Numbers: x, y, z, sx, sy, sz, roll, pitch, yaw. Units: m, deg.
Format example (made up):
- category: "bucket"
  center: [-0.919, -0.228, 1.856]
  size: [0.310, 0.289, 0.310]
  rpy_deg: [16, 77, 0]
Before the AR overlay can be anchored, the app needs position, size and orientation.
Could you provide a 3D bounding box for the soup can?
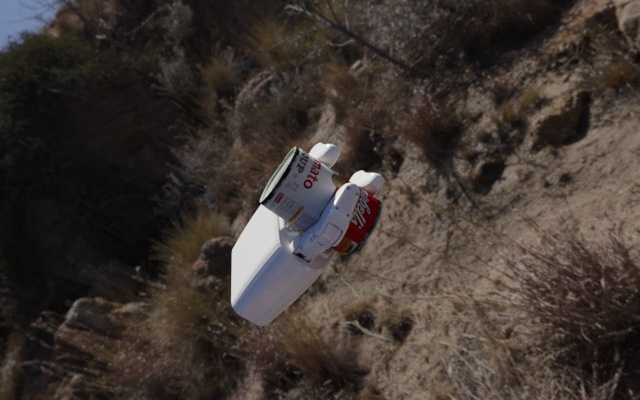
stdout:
- category: "soup can"
  center: [0.000, 0.001, 0.473]
  size: [0.102, 0.068, 0.068]
  rpy_deg: [33, -8, -12]
